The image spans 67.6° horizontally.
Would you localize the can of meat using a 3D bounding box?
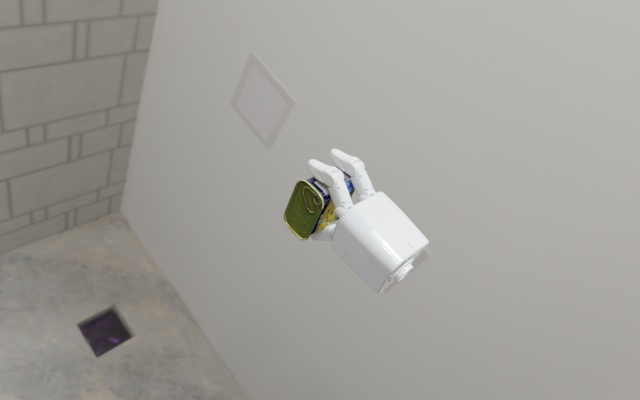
[{"bbox_3d":[0.000,0.002,0.740,0.084,0.102,0.057,-26,62,-41],"label":"can of meat"}]
